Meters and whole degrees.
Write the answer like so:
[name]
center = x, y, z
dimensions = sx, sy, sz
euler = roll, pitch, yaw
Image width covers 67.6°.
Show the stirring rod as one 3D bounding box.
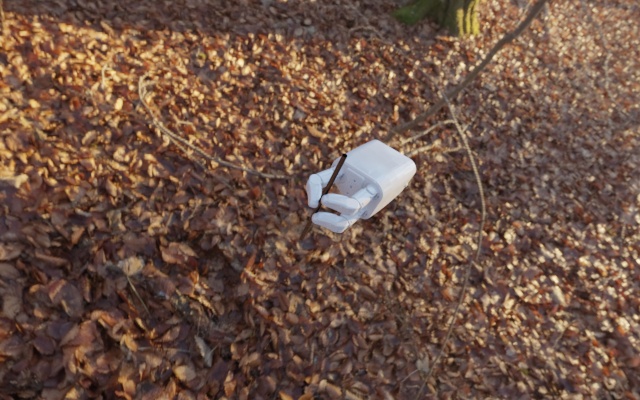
[stirring rod]
center = 0.000, 0.003, 0.779
dimensions = 0.011, 0.011, 0.240
euler = 0, -34, -20
